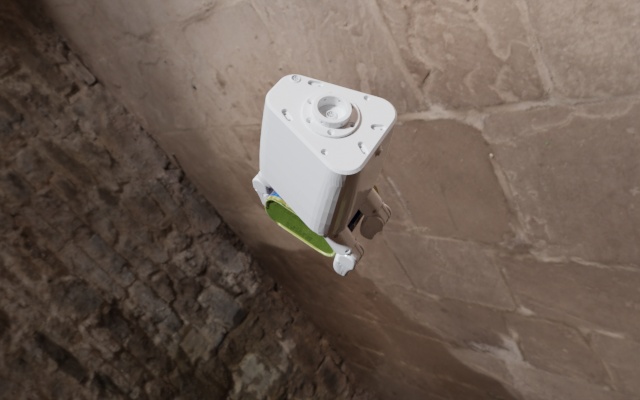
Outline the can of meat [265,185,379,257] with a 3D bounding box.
[{"bbox_3d":[0.000,0.002,0.536,0.102,0.084,0.057,33,-29,7],"label":"can of meat"}]
